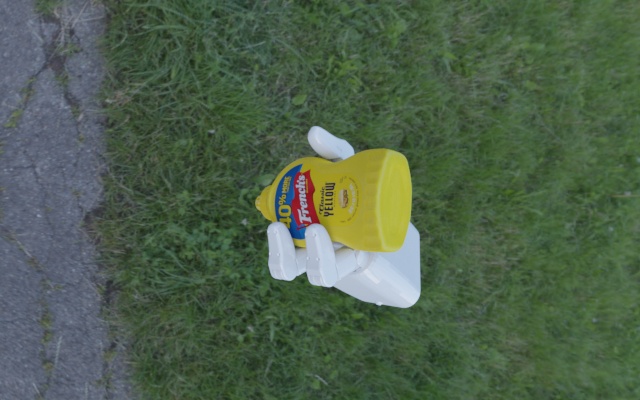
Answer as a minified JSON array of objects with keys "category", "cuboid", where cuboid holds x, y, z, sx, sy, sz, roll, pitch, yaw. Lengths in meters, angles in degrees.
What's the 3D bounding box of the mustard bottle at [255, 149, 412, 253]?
[{"category":"mustard bottle","cuboid":[0.000,0.002,0.499,0.191,0.096,0.058,-1,-5,43]}]
